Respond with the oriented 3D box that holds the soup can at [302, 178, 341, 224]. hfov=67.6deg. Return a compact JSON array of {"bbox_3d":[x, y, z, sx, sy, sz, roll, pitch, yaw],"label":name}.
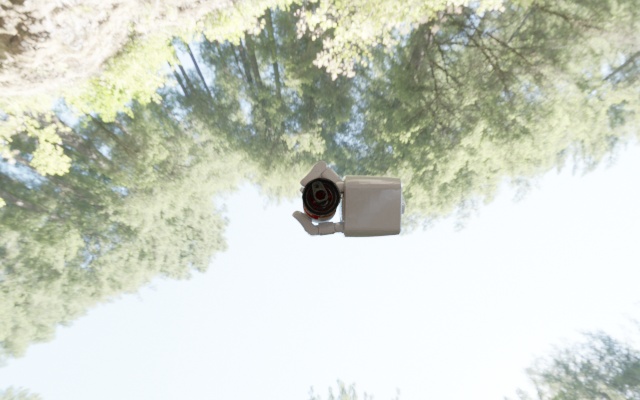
[{"bbox_3d":[0.000,0.003,0.869,0.068,0.068,0.102,0,-11,-2],"label":"soup can"}]
